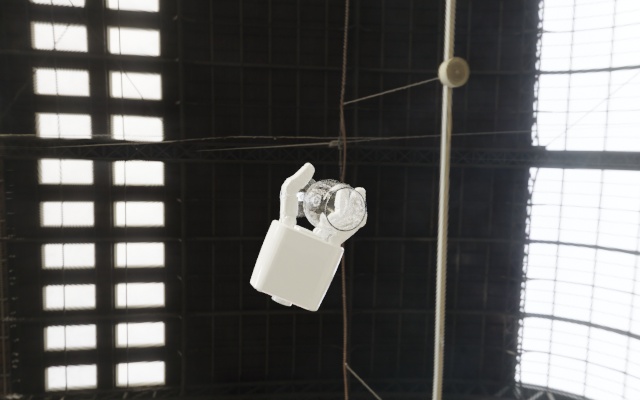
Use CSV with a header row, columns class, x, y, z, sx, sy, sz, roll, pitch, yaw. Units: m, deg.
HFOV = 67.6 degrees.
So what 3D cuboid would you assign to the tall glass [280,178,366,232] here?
class,x,y,z,sx,sy,sz,roll,pitch,yaw
tall glass,0.000,0.002,0.749,0.079,0.079,0.201,0,6,-21
